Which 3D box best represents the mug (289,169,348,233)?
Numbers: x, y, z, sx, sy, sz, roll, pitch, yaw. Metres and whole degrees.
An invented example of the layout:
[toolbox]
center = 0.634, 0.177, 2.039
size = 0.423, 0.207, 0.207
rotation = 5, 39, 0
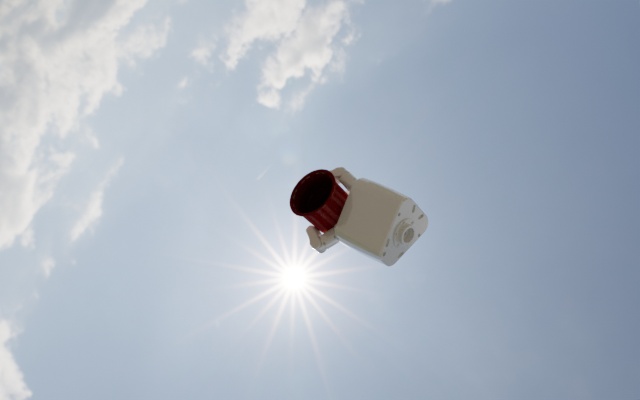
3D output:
[mug]
center = -0.001, 0.002, 0.834
size = 0.117, 0.093, 0.081
rotation = 27, -12, 48
